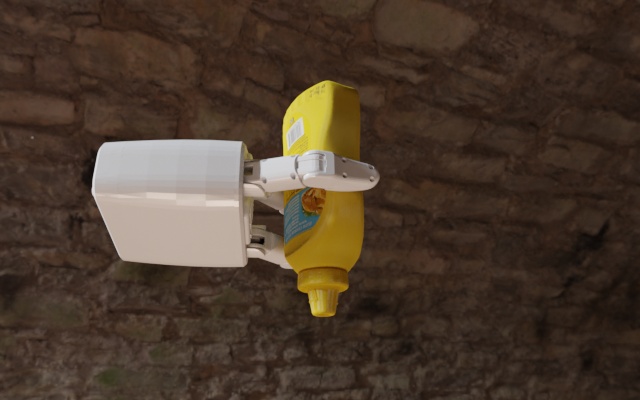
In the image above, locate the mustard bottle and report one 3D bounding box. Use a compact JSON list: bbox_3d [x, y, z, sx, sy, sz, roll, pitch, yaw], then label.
[{"bbox_3d":[0.000,0.001,0.410,0.058,0.191,0.096,12,-26,-27],"label":"mustard bottle"}]
